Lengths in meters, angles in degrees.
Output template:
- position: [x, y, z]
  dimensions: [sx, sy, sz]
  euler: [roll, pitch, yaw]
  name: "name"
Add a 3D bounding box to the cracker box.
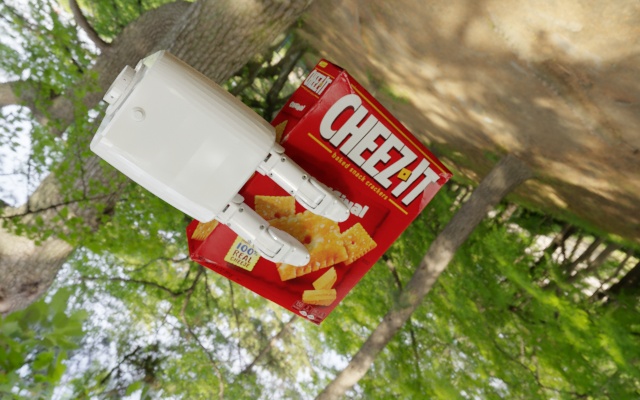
- position: [0.000, 0.002, 0.469]
  dimensions: [0.164, 0.214, 0.072]
  euler: [36, 9, -29]
  name: "cracker box"
